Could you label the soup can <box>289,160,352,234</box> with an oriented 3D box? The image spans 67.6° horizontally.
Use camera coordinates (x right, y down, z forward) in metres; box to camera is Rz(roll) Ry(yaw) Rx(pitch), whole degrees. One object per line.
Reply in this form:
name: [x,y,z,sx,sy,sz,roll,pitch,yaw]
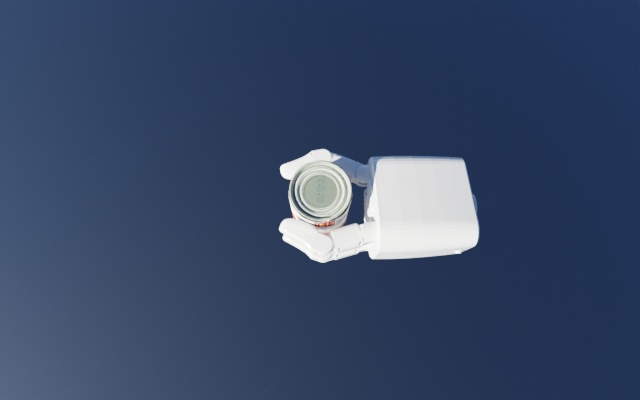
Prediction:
soup can: [0.000,0.002,0.536,0.068,0.068,0.102,0,-13,0]
